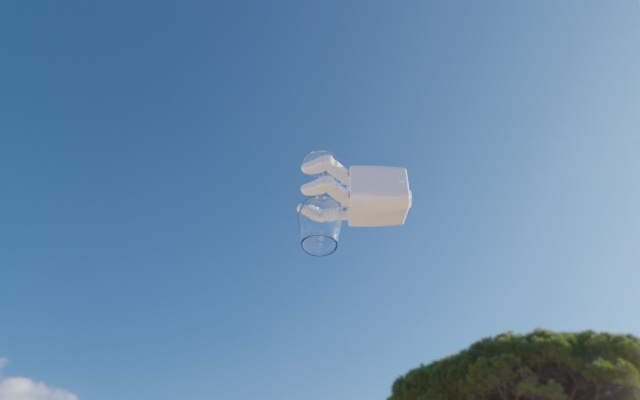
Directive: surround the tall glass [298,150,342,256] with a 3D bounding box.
[{"bbox_3d":[0.000,0.002,0.873,0.079,0.200,0.079,1,-42,1],"label":"tall glass"}]
